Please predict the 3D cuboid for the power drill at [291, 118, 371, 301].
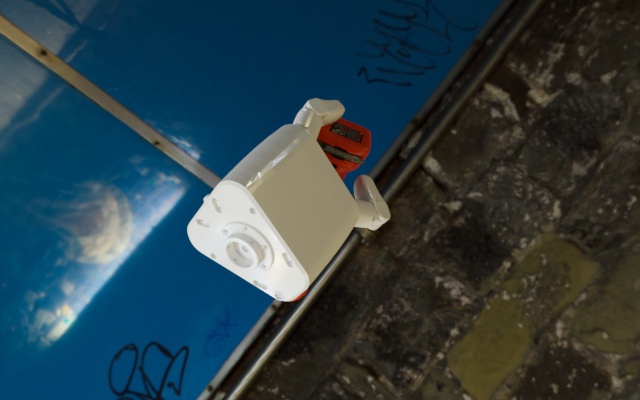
[{"bbox_3d":[0.000,0.001,0.551,0.057,0.188,0.184,20,20,-1],"label":"power drill"}]
